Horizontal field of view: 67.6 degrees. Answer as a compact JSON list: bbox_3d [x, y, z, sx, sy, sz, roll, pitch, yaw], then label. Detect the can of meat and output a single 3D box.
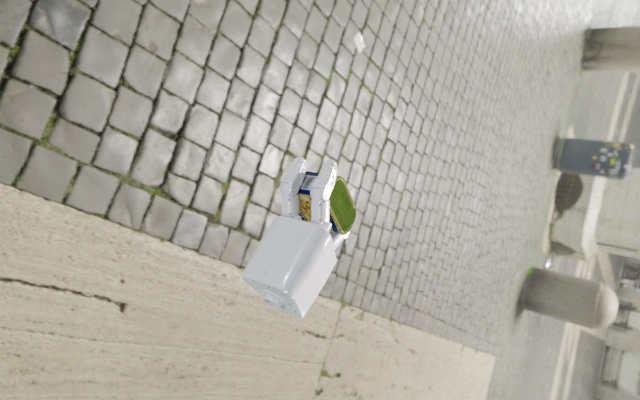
[{"bbox_3d":[0.000,0.002,0.732,0.084,0.057,0.102,11,-37,36],"label":"can of meat"}]
